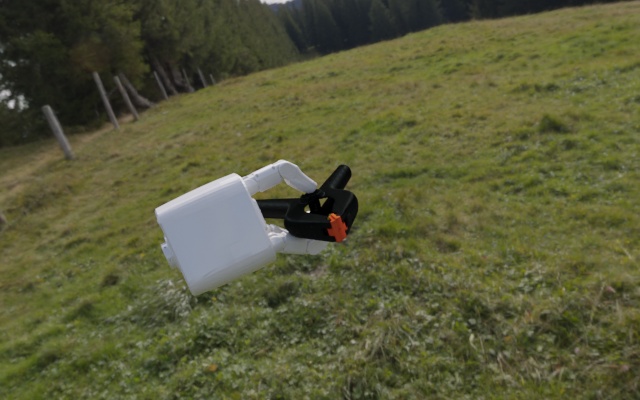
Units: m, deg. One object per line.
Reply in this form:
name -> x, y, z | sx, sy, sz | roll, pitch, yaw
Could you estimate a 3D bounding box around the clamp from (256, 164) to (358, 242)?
clamp -> 0.000, 0.001, 0.618 | 0.164, 0.036, 0.210 | -25, 20, -16
